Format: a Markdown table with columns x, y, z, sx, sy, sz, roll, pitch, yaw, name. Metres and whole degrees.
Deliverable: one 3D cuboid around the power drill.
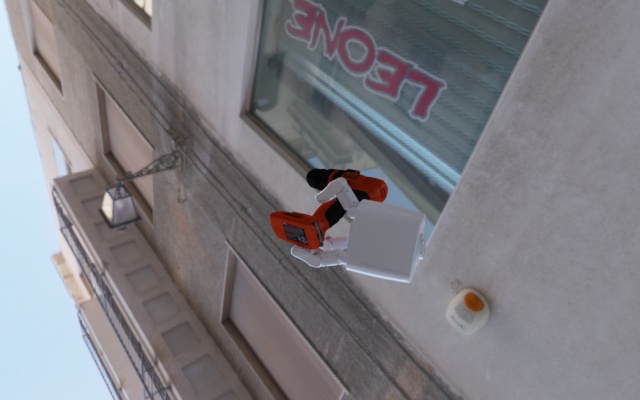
| x | y | z | sx | sy | sz | roll | pitch | yaw | name |
| --- | --- | --- | --- | --- | --- | --- | --- | --- | --- |
| 0.000 | 0.003 | 0.853 | 0.184 | 0.057 | 0.187 | 12 | 41 | 42 | power drill |
